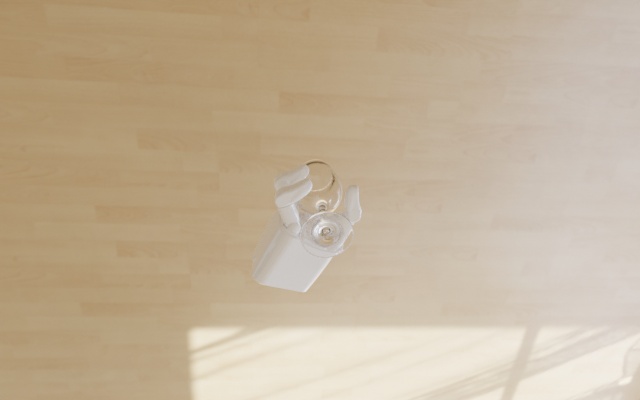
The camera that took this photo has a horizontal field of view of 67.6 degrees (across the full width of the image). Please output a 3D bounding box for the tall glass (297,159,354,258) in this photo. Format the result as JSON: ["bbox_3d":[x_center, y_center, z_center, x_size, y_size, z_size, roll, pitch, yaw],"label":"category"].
[{"bbox_3d":[0.000,0.003,0.741,0.079,0.079,0.201,0,28,-5],"label":"tall glass"}]
